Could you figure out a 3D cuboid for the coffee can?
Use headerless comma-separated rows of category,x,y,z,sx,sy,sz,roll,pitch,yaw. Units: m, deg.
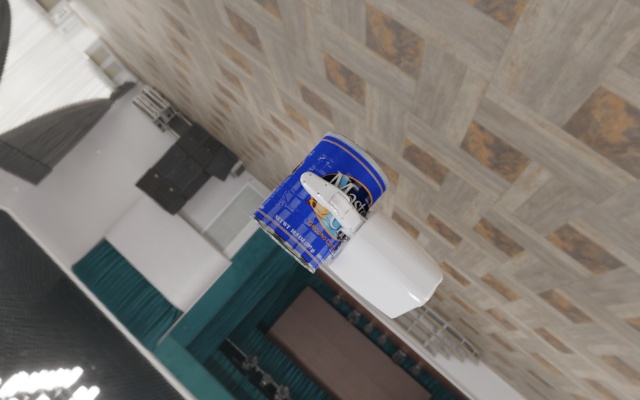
coffee can,0.000,0.002,0.580,0.103,0.140,0.103,41,-10,8
